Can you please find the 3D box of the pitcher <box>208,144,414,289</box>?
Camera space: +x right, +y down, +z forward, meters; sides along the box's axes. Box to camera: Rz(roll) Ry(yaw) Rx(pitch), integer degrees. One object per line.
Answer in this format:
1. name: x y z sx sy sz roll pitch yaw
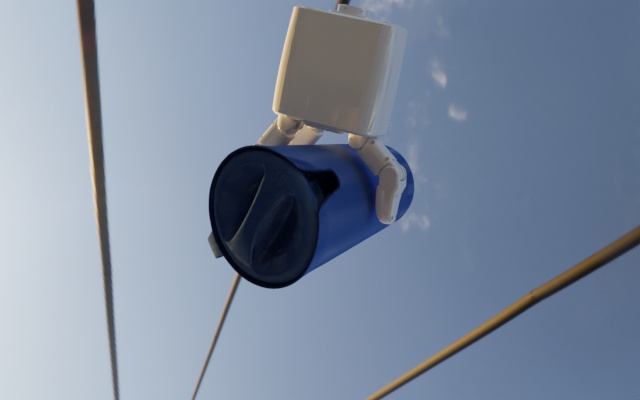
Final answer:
1. pitcher: 0.000 0.002 0.532 0.149 0.145 0.243 23 21 29
